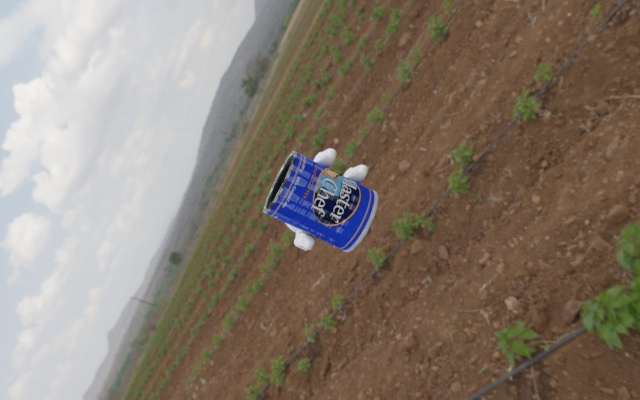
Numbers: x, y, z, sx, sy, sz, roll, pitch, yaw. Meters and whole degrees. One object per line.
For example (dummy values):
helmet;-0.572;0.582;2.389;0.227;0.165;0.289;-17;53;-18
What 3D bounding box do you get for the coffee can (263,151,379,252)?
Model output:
coffee can;0.000;0.002;0.711;0.140;0.103;0.103;26;-6;-13
